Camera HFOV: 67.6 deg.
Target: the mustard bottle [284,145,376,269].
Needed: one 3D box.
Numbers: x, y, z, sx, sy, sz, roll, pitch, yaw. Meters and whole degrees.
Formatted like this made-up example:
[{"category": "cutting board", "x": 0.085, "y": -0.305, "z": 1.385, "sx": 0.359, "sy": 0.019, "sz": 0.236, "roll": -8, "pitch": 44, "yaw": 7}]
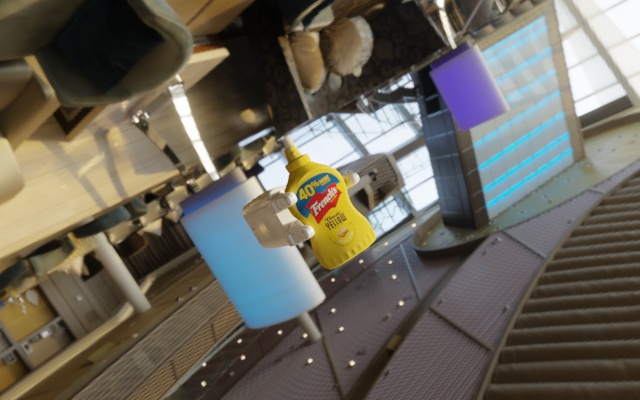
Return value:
[{"category": "mustard bottle", "x": 0.000, "y": 0.003, "z": 0.734, "sx": 0.096, "sy": 0.191, "sz": 0.058, "roll": -32, "pitch": 7, "yaw": -12}]
